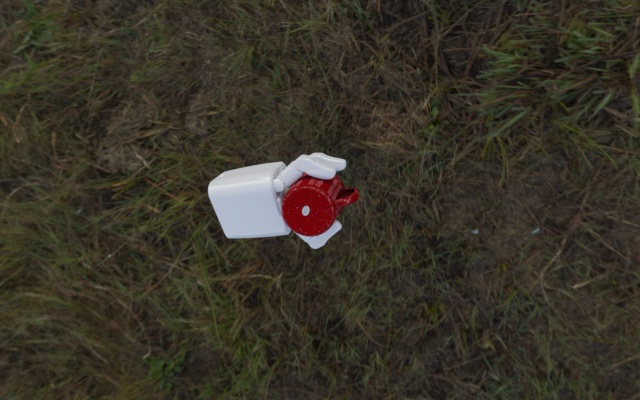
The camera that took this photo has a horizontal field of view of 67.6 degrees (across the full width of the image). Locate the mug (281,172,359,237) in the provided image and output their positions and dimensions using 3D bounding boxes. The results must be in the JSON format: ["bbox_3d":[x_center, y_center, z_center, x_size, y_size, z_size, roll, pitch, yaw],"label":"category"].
[{"bbox_3d":[0.001,0.002,0.720,0.117,0.093,0.081,-7,18,14],"label":"mug"}]
